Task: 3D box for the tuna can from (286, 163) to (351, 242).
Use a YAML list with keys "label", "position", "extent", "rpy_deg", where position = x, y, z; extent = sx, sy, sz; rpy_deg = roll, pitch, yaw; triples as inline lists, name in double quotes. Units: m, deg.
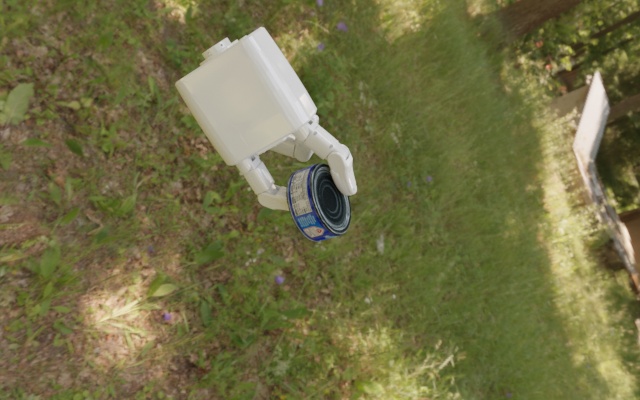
- label: "tuna can"
  position: [0.001, 0.002, 0.539]
  extent: [0.034, 0.086, 0.086]
  rpy_deg: [-17, -9, 29]
